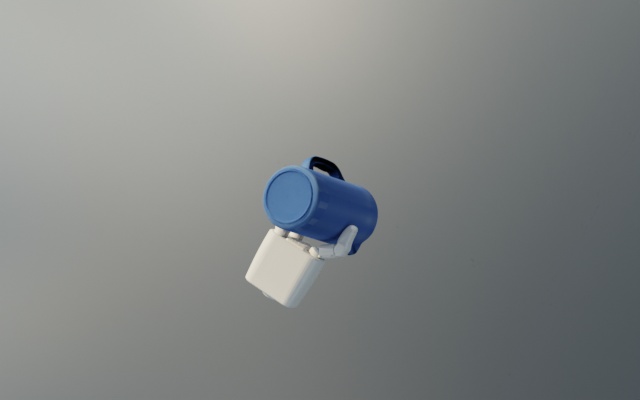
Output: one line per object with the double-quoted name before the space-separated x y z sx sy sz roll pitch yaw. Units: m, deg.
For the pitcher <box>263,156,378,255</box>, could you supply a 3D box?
"pitcher" 0.000 0.003 0.878 0.149 0.145 0.243 34 7 28
